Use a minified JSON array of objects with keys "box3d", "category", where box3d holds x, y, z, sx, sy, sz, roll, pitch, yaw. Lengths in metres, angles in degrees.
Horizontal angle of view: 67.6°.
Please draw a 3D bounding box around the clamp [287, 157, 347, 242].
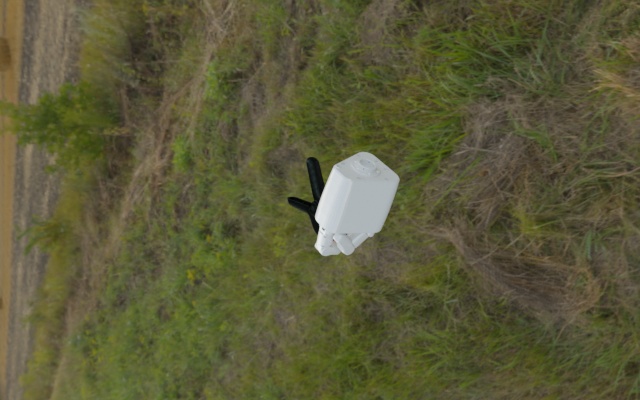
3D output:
[{"box3d":[0.000,0.003,0.894,0.039,0.120,0.171,-13,45,-36],"category":"clamp"}]
